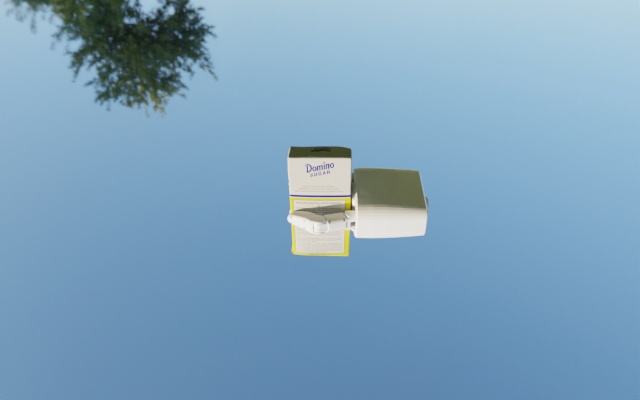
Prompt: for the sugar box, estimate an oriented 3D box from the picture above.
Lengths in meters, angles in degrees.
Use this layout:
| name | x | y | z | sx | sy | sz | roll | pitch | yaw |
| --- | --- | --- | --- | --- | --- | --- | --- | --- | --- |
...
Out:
| name | x | y | z | sx | sy | sz | roll | pitch | yaw |
| --- | --- | --- | --- | --- | --- | --- | --- | --- | --- |
| sugar box | 0.000 | 0.003 | 0.731 | 0.093 | 0.176 | 0.048 | 1 | 30 | 1 |
